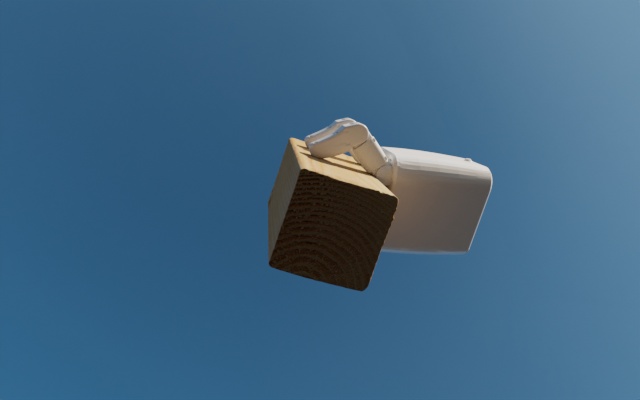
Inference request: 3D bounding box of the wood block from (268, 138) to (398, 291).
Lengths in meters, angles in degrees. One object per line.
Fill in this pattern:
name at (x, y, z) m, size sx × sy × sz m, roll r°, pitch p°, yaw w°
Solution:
wood block at (0.000, 0.002, 0.494) m, size 0.090 × 0.091 × 0.206 m, roll 16°, pitch 11°, yaw -10°
